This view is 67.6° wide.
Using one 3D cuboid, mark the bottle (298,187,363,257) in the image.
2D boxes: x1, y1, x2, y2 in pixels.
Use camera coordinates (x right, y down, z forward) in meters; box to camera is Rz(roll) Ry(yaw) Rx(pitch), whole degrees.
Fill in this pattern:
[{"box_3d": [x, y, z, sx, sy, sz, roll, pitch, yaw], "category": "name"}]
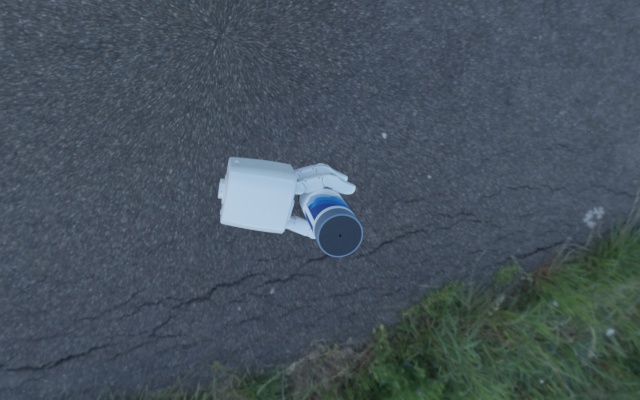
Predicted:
[{"box_3d": [0.000, 0.003, 0.806, 0.069, 0.069, 0.295, 0, 19, -12], "category": "bottle"}]
